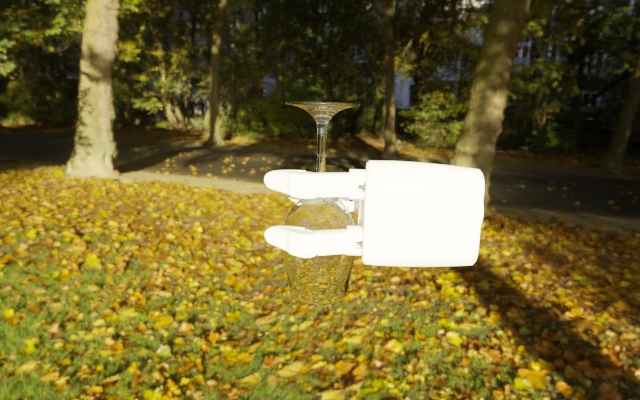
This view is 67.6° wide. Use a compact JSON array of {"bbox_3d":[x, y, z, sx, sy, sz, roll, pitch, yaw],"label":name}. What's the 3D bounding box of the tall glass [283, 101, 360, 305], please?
[{"bbox_3d":[0.000,0.001,0.490,0.079,0.201,0.079,2,11,0],"label":"tall glass"}]
